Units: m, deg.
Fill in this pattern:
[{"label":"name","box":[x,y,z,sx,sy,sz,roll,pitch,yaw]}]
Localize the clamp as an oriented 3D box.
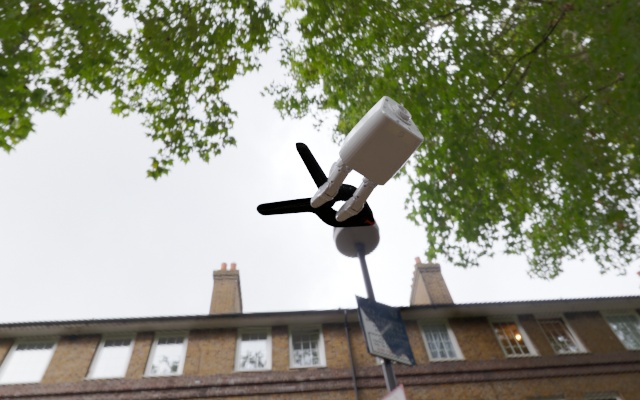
[{"label":"clamp","box":[0.001,0.002,0.853,0.210,0.165,0.036,29,33,-22]}]
